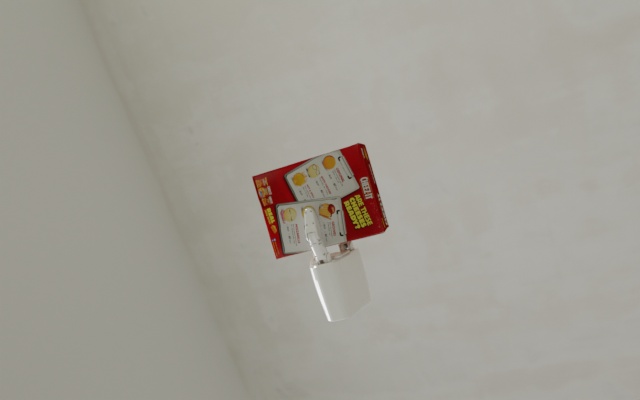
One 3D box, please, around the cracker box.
[{"bbox_3d":[0.000,0.003,0.883,0.214,0.164,0.072,-16,2,17],"label":"cracker box"}]
